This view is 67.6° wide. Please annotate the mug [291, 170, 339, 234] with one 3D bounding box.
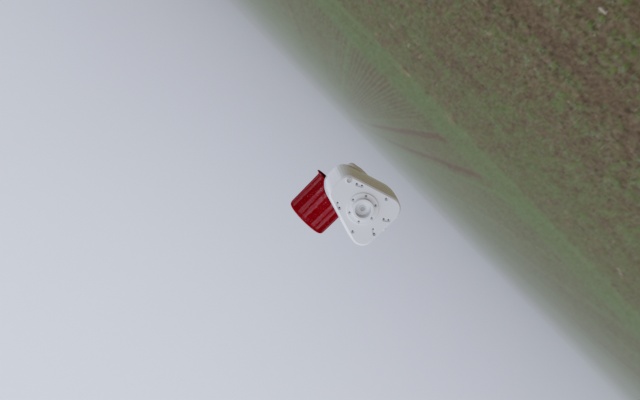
[{"bbox_3d":[0.000,0.003,0.877,0.093,0.081,0.117,44,6,-9],"label":"mug"}]
